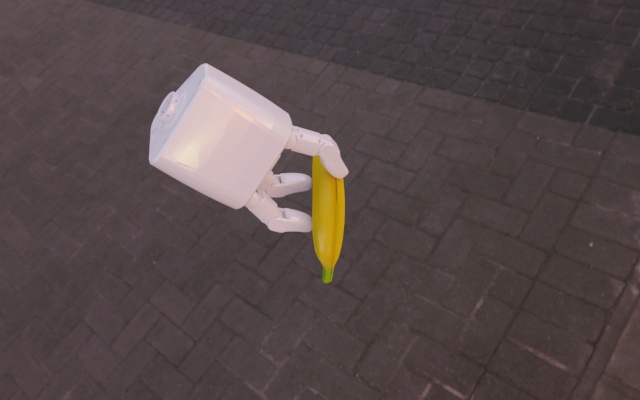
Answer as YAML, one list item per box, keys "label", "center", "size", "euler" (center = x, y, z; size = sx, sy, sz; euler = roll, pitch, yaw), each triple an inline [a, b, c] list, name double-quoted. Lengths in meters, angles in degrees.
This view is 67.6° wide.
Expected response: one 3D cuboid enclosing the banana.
- label: "banana"
  center: [0.006, -0.004, 0.584]
  size: [0.037, 0.197, 0.070]
  euler: [9, -32, -14]
